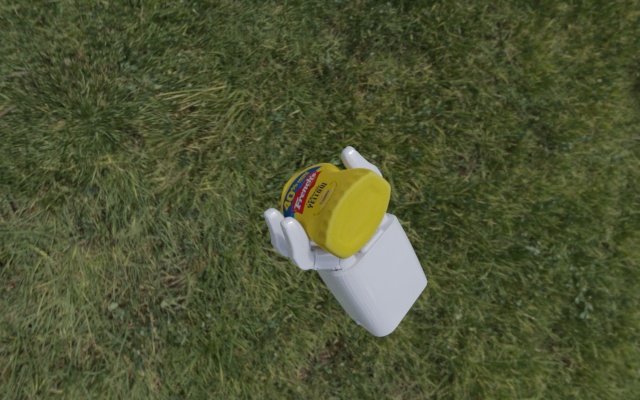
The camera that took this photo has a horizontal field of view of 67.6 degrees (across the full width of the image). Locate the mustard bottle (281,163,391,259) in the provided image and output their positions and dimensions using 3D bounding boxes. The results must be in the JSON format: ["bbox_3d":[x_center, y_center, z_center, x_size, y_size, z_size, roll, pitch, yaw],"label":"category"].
[{"bbox_3d":[0.000,0.002,0.568,0.058,0.096,0.191,33,-7,-26],"label":"mustard bottle"}]
